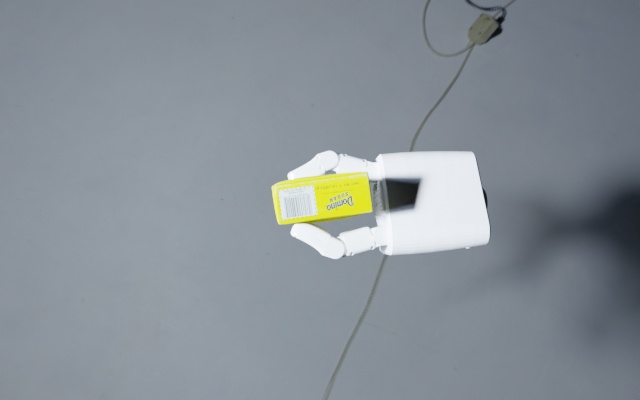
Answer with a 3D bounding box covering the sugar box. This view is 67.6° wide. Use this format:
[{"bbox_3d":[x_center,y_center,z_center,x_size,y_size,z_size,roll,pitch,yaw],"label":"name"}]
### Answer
[{"bbox_3d":[0.000,0.002,0.533,0.093,0.048,0.176,-7,-5,-1],"label":"sugar box"}]
